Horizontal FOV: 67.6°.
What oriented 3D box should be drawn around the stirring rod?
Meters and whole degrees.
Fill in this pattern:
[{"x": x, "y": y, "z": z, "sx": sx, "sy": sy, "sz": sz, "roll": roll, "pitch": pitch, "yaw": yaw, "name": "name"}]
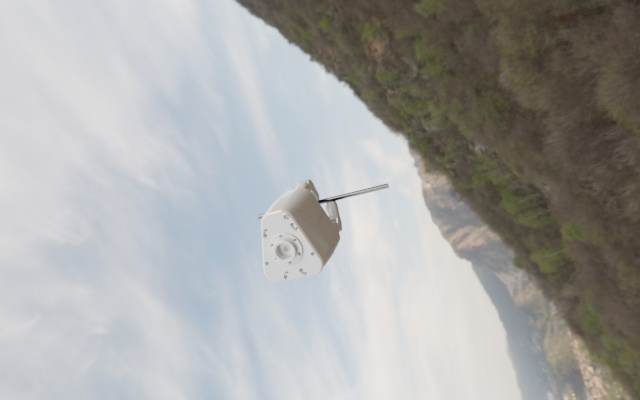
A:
[{"x": 0.000, "y": 0.003, "z": 0.824, "sx": 0.239, "sy": 0.011, "sz": 0.011, "roll": -14, "pitch": -4, "yaw": 17, "name": "stirring rod"}]
